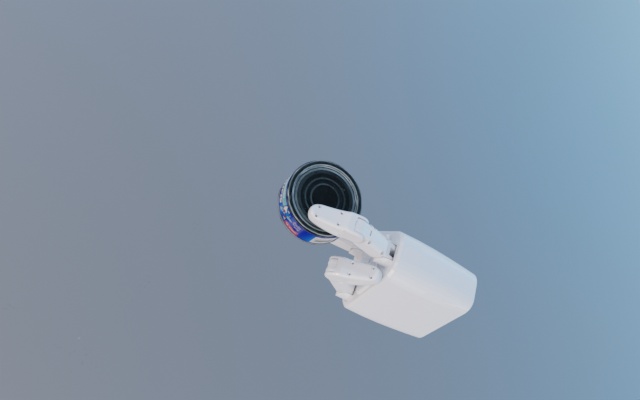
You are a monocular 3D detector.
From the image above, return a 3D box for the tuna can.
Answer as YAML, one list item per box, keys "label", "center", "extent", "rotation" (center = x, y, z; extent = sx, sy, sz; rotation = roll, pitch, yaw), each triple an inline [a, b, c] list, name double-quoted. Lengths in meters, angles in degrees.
- label: "tuna can"
  center: [0.000, 0.001, 0.504]
  extent: [0.086, 0.086, 0.034]
  rotation: [0, -17, -22]
